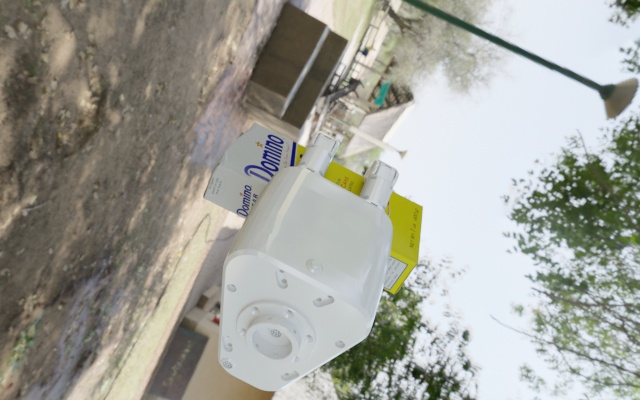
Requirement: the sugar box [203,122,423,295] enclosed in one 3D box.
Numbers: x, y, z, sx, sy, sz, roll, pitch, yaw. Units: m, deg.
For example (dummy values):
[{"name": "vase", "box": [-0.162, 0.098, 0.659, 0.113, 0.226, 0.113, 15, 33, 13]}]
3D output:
[{"name": "sugar box", "box": [0.000, 0.001, 0.413, 0.176, 0.048, 0.093, 28, 32, -3]}]
